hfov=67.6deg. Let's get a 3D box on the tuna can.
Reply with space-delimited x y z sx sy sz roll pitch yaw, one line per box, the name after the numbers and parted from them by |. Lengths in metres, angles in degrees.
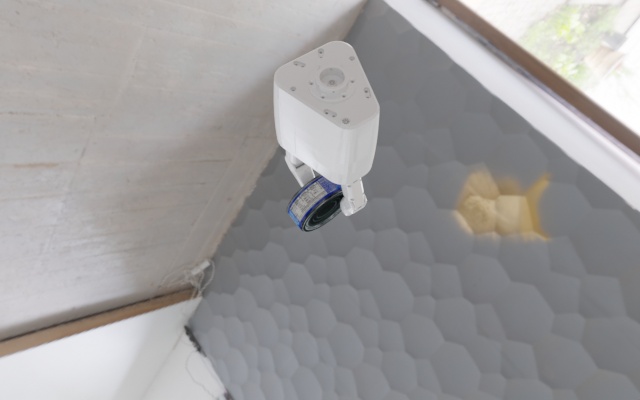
0.000 0.002 0.619 0.086 0.033 0.086 -35 -19 -13 | tuna can
